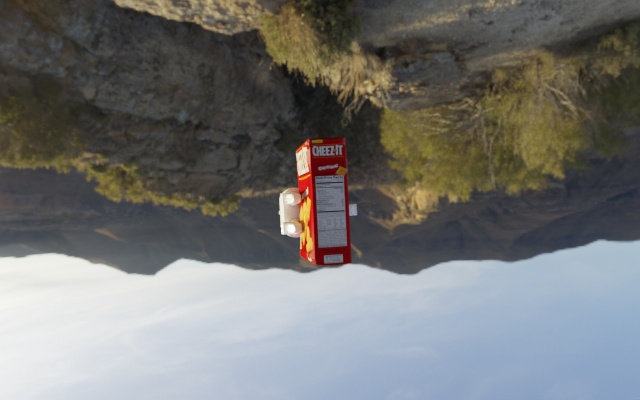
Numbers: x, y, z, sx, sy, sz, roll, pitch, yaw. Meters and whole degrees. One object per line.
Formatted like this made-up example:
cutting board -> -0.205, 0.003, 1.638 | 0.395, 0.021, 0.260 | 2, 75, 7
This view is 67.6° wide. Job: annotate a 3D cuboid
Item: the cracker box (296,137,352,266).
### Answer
cracker box -> 0.000, 0.003, 0.863 | 0.072, 0.213, 0.164 | -3, 0, -11
